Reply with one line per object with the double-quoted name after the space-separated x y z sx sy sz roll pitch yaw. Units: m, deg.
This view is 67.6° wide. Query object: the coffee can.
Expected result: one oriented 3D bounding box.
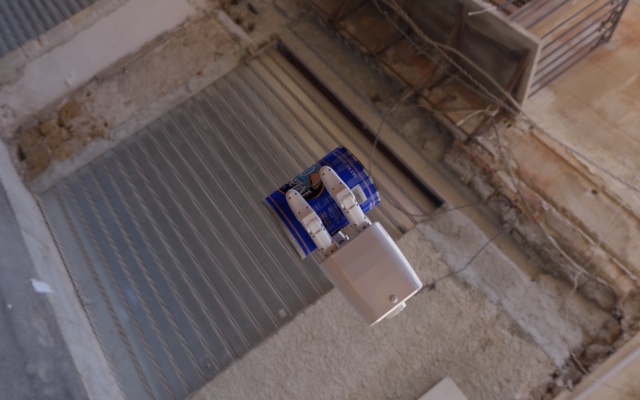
0.000 0.002 0.687 0.140 0.103 0.103 -36 6 -8 "coffee can"
